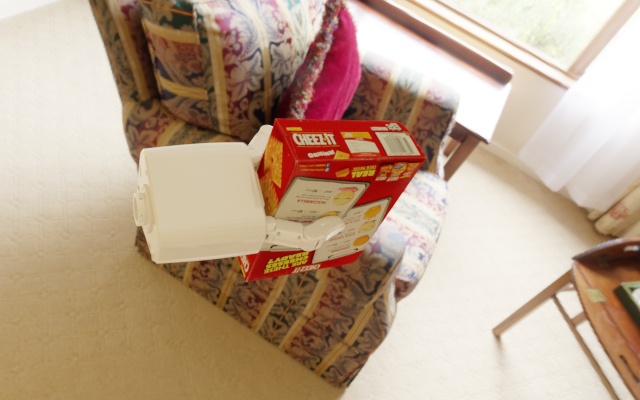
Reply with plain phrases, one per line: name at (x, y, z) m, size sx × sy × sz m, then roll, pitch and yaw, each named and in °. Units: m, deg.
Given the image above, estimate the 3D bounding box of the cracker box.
cracker box at (0.000, 0.002, 0.570) m, size 0.164 × 0.072 × 0.214 m, roll -5°, pitch -37°, yaw -29°
